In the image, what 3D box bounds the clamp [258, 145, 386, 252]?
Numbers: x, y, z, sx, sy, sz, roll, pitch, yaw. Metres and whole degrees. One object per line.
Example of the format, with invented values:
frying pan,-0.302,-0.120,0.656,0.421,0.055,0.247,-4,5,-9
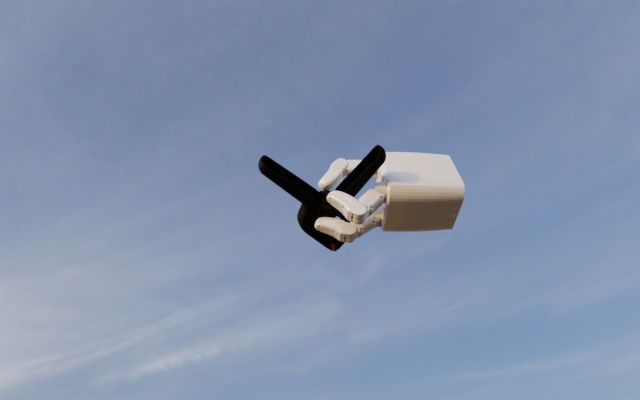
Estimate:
clamp,0.000,0.002,0.681,0.164,0.036,0.210,0,-40,-1
